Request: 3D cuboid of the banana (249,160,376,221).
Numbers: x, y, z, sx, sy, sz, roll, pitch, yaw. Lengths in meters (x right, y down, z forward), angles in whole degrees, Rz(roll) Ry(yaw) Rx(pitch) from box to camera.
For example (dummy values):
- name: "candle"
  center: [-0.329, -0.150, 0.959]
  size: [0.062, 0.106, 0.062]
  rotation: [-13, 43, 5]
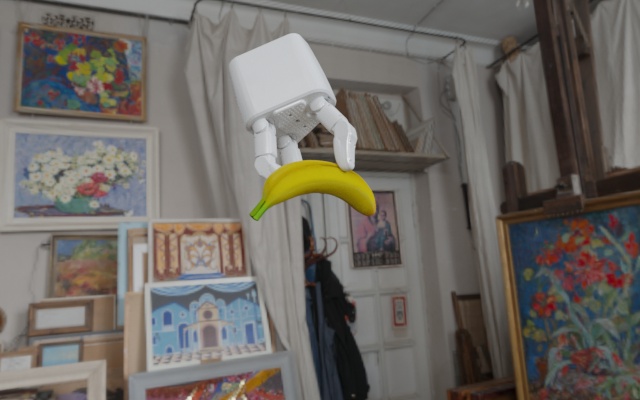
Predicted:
- name: "banana"
  center: [0.005, -0.014, 0.564]
  size: [0.198, 0.070, 0.037]
  rotation: [1, 34, -42]
